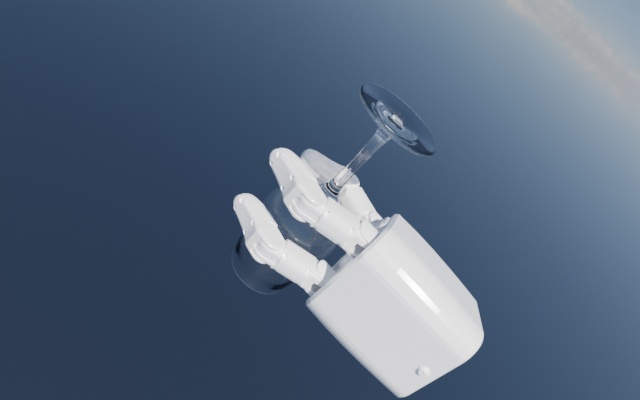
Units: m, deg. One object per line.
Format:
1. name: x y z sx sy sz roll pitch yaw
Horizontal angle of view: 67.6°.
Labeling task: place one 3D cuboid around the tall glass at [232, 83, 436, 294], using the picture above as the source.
1. tall glass: 0.000 0.001 0.403 0.079 0.079 0.201 0 -38 -48
